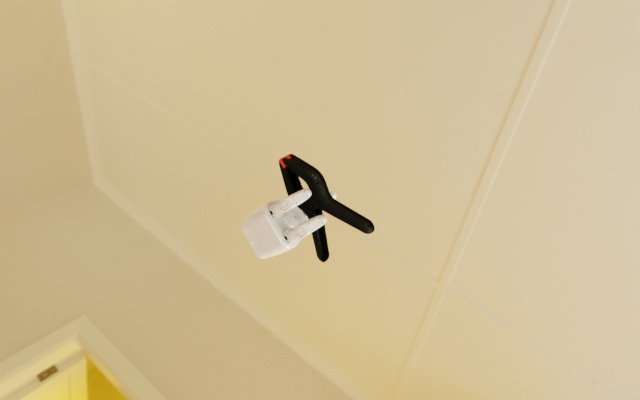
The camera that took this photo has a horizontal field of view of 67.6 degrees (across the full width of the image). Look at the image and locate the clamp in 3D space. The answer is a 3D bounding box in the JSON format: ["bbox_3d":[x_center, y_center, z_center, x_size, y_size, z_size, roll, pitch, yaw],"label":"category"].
[{"bbox_3d":[0.000,0.002,0.860,0.036,0.210,0.164,-32,2,-42],"label":"clamp"}]
